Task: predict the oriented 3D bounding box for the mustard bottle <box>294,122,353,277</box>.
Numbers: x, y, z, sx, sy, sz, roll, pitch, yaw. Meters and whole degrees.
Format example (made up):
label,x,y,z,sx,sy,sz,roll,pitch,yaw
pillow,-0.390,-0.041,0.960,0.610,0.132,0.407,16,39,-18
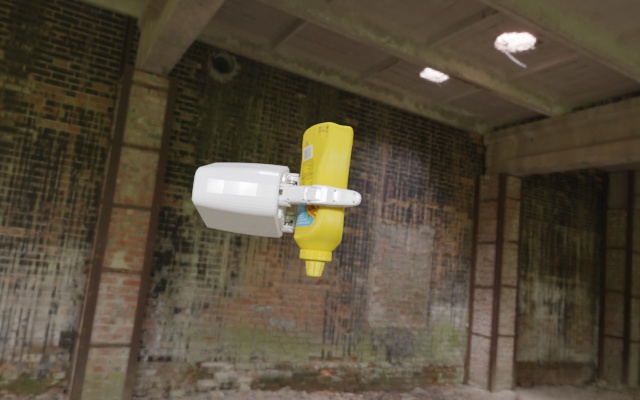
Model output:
label,x,y,z,sx,sy,sz,roll,pitch,yaw
mustard bottle,0.000,0.002,0.620,0.058,0.191,0.096,9,-8,-22
